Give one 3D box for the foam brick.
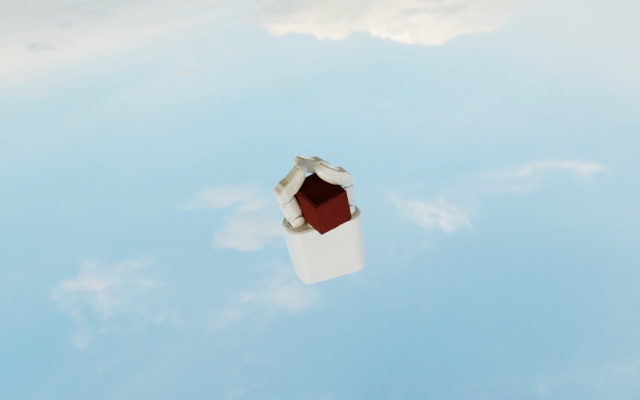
[{"bbox_3d":[0.000,0.002,0.676,0.053,0.051,0.078,-26,36,-19],"label":"foam brick"}]
